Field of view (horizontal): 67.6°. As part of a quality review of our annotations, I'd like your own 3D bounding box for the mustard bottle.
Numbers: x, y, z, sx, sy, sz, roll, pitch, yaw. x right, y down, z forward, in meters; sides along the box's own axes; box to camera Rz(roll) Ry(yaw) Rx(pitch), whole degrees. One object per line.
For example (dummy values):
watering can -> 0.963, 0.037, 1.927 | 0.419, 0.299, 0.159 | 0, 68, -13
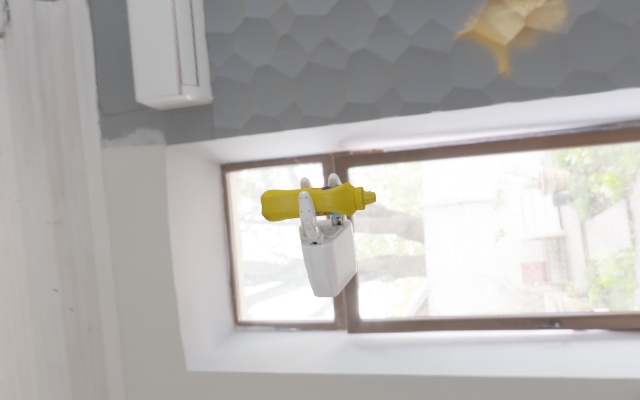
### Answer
mustard bottle -> 0.000, 0.002, 0.820 | 0.191, 0.058, 0.096 | -5, -3, 14
